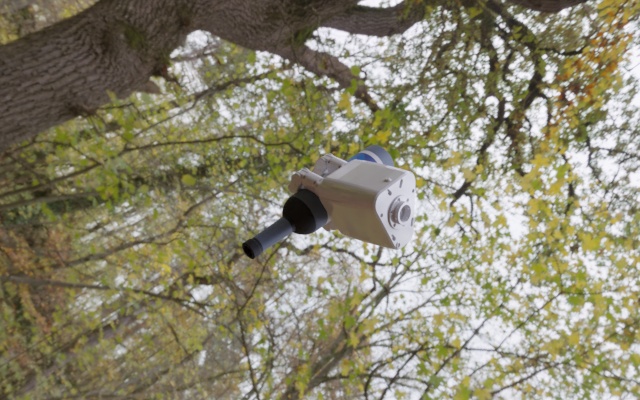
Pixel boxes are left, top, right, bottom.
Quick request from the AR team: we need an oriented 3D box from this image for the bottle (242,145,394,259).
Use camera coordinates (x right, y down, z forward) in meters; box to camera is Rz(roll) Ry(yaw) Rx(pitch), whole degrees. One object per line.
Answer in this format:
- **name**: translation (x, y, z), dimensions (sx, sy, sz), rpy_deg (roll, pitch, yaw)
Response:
- **bottle**: translation (0.000, 0.002, 0.752), dimensions (0.295, 0.069, 0.069), rpy_deg (-34, 20, -33)
